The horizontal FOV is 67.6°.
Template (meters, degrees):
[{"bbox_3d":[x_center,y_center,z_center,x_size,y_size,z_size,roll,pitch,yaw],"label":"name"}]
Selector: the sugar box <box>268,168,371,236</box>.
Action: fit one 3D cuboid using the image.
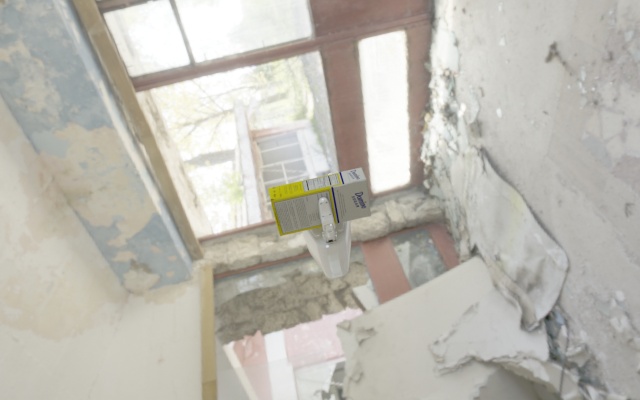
[{"bbox_3d":[0.000,0.003,0.877,0.176,0.093,0.048,-13,42,-3],"label":"sugar box"}]
